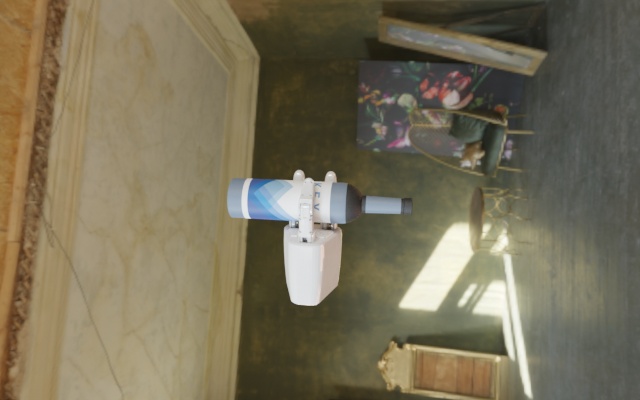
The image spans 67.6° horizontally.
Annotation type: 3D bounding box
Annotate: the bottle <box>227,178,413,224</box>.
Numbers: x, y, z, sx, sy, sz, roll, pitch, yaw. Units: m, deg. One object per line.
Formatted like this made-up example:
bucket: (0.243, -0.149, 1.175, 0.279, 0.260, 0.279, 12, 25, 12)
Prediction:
bottle: (0.000, 0.002, 0.780, 0.296, 0.069, 0.069, 3, 0, 7)
